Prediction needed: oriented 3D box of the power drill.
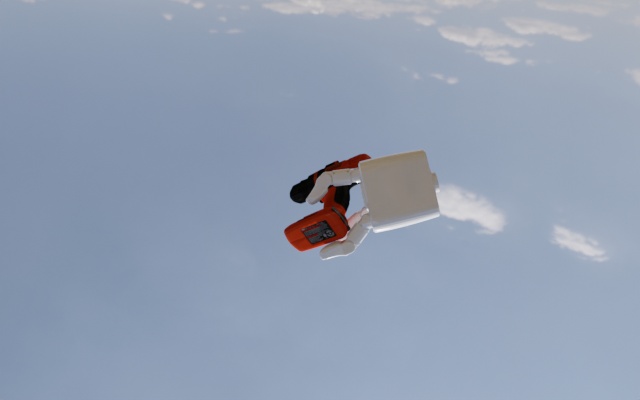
[{"bbox_3d":[0.000,0.003,0.836,0.184,0.057,0.187,-24,28,32],"label":"power drill"}]
